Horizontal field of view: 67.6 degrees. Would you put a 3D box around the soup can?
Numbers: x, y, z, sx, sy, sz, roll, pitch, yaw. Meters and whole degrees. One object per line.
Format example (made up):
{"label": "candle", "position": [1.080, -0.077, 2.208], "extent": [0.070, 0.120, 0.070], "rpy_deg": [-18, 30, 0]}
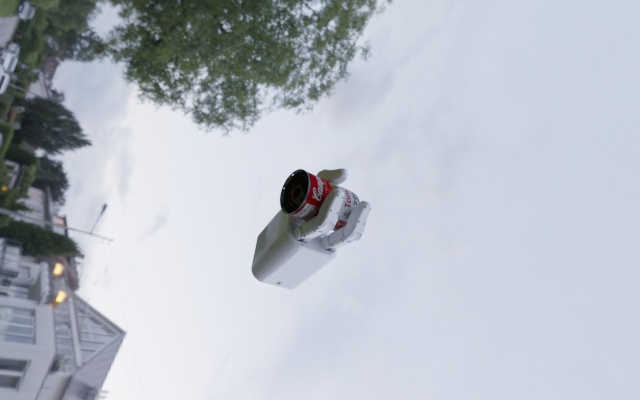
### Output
{"label": "soup can", "position": [0.001, 0.002, 0.709], "extent": [0.102, 0.068, 0.068], "rpy_deg": [22, -13, -35]}
